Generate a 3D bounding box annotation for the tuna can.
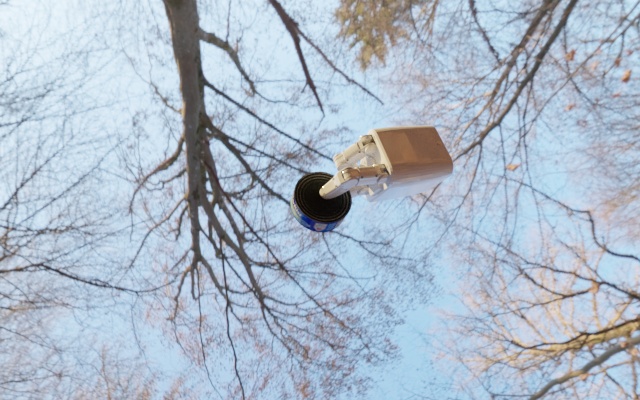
[{"bbox_3d":[0.000,0.003,0.694,0.086,0.086,0.034,0,-30,-17],"label":"tuna can"}]
